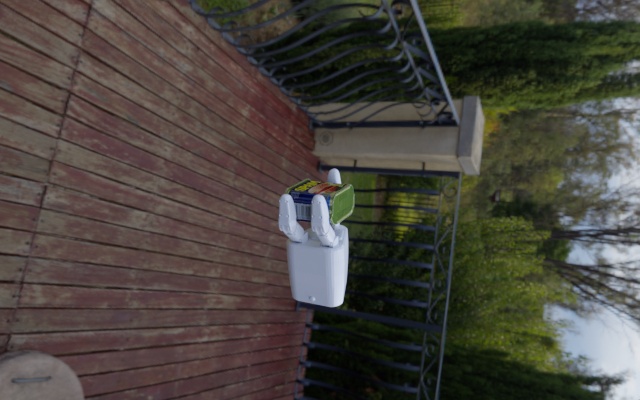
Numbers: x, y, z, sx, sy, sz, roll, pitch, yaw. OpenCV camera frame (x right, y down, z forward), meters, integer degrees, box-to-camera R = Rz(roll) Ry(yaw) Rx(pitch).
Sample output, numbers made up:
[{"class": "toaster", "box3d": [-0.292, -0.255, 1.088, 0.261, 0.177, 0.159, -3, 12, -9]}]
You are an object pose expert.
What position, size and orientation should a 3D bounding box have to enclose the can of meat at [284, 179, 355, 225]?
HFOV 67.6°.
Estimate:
[{"class": "can of meat", "box3d": [0.000, 0.002, 0.776, 0.084, 0.057, 0.102, 6, 17, 24]}]
